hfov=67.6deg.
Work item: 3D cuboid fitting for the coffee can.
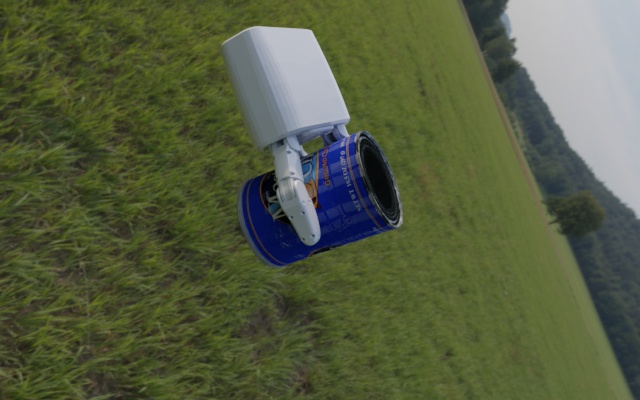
[{"bbox_3d":[0.000,0.002,0.495,0.140,0.103,0.103,-21,-9,23],"label":"coffee can"}]
